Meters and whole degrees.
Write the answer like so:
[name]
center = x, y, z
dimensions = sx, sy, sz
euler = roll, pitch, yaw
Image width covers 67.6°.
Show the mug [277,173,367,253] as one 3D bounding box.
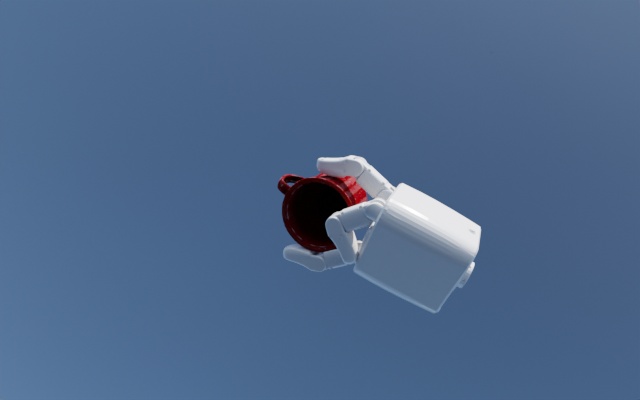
[mug]
center = -0.001, 0.001, 0.602
dimensions = 0.117, 0.093, 0.081
euler = 29, 24, 12
